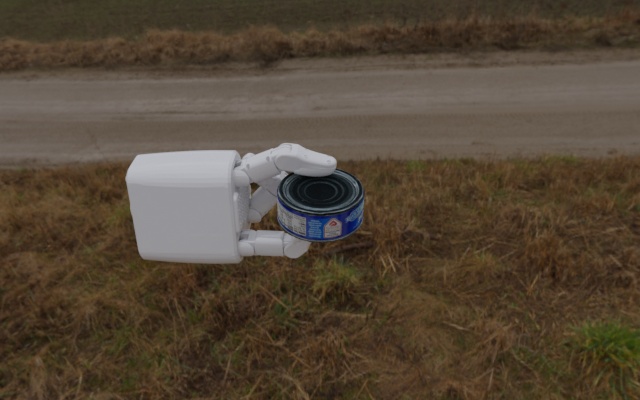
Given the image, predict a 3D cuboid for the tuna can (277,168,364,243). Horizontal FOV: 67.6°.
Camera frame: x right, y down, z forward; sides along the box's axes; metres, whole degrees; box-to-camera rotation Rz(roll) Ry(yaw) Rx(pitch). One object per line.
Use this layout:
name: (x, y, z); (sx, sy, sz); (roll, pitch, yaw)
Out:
tuna can: (0.000, 0.001, 0.466); (0.086, 0.034, 0.086); (1, 35, 0)
